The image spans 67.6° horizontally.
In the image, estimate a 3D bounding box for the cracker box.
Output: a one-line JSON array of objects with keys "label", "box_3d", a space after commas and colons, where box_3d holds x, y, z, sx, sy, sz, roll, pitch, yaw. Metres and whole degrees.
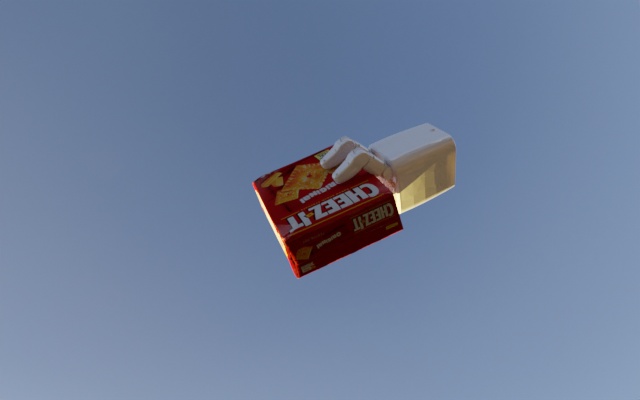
[{"label": "cracker box", "box_3d": [0.000, 0.002, 0.722, 0.164, 0.072, 0.213, -25, 30, -8]}]
